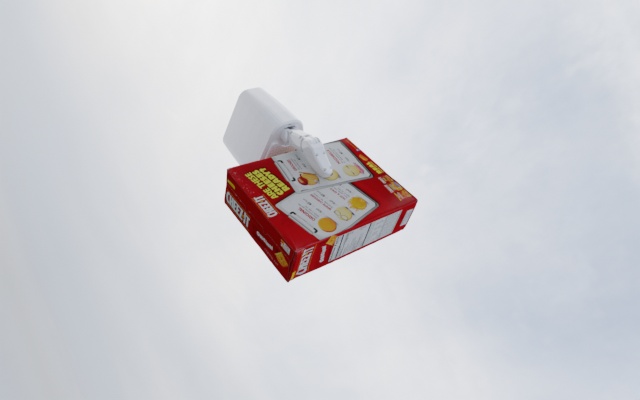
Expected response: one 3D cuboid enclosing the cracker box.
[{"bbox_3d":[0.000,0.002,0.664,0.213,0.072,0.164,-20,52,-34],"label":"cracker box"}]
